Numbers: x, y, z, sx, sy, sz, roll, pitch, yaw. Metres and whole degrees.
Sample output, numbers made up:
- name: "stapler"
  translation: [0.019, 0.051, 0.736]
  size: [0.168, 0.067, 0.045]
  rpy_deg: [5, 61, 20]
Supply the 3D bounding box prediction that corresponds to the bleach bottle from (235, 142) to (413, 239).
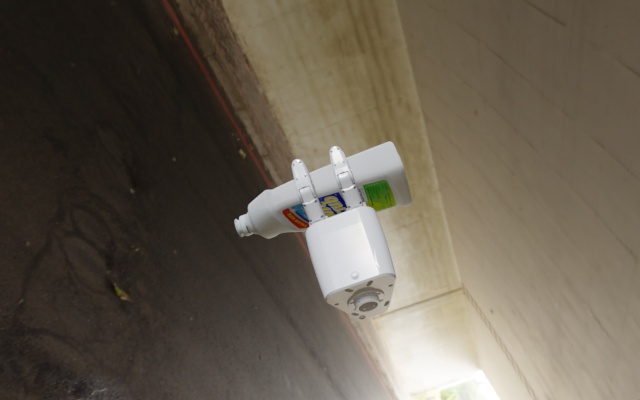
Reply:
- name: "bleach bottle"
  translation: [0.000, 0.002, 0.691]
  size: [0.251, 0.068, 0.103]
  rpy_deg: [-20, -41, 6]
